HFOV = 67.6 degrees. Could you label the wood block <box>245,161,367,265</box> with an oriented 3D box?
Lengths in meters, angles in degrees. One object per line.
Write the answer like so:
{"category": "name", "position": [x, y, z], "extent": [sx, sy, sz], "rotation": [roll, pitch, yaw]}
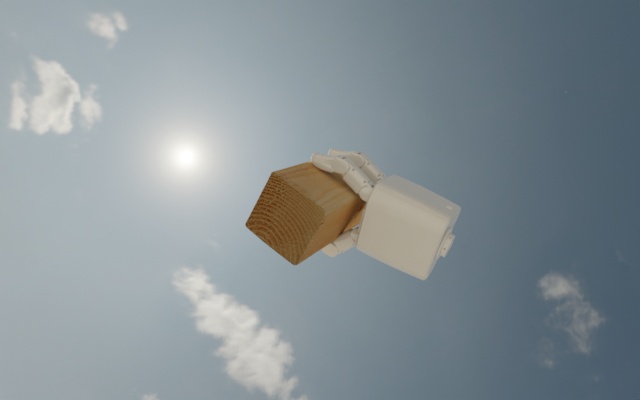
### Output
{"category": "wood block", "position": [0.000, 0.003, 0.678], "extent": [0.090, 0.091, 0.206], "rotation": [37, 25, 15]}
